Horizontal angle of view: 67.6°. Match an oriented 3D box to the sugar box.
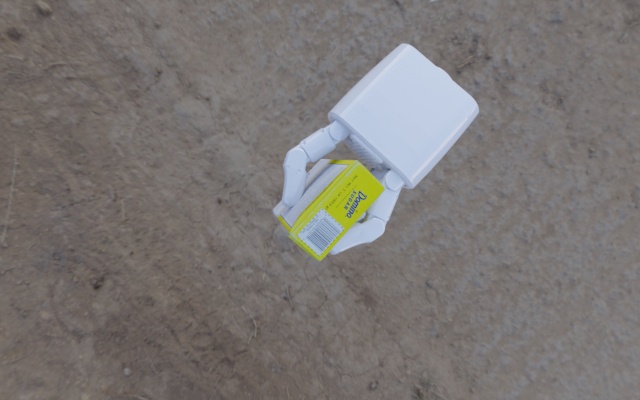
[{"bbox_3d":[0.001,0.002,0.511,0.048,0.093,0.176,44,-2,-9],"label":"sugar box"}]
